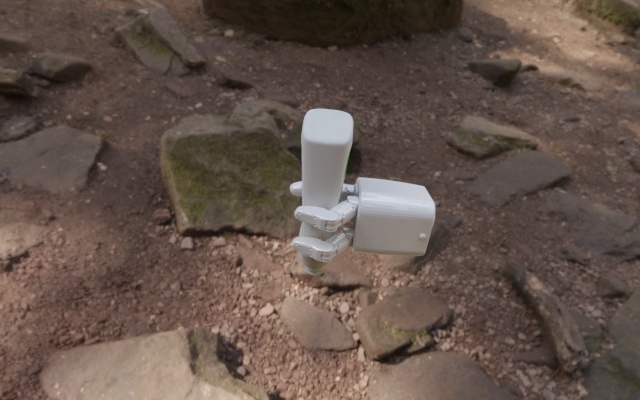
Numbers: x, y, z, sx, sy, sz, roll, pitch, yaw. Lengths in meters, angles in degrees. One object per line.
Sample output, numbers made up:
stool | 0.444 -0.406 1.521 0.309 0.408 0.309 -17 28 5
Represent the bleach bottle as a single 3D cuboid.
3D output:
bleach bottle | 0.000 0.002 0.697 0.068 0.251 0.102 6 35 1
